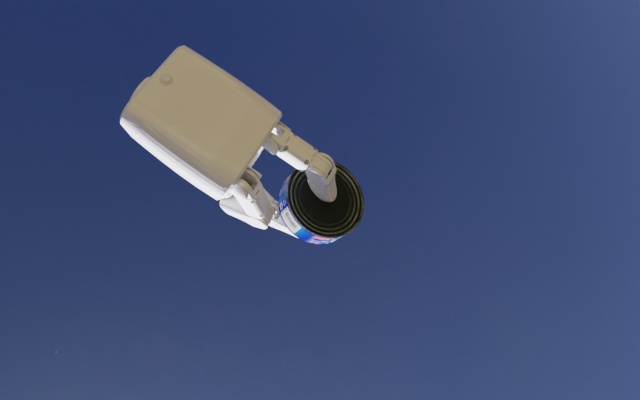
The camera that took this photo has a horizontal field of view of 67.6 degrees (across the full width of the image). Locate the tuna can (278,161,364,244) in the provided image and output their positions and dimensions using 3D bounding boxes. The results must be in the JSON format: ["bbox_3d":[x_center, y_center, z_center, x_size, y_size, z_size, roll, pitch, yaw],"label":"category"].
[{"bbox_3d":[0.000,0.002,0.498,0.086,0.086,0.034,0,-19,-24],"label":"tuna can"}]
